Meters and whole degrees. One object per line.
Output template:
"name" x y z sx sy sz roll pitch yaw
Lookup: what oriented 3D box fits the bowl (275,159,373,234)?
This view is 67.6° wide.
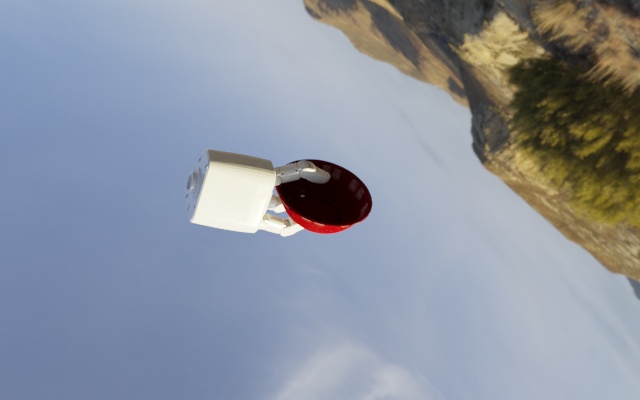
"bowl" 0.001 0.003 0.780 0.162 0.055 0.162 11 40 -9
